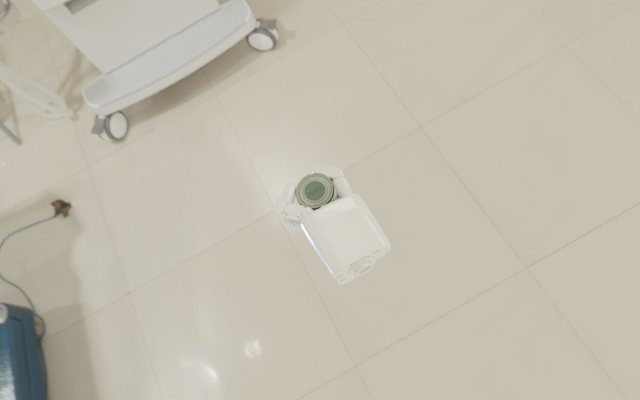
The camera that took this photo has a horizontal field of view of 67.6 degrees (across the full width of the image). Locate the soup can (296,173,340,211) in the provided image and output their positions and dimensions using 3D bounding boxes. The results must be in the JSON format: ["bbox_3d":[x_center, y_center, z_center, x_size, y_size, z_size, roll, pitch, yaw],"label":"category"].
[{"bbox_3d":[0.000,0.002,0.838,0.068,0.068,0.102,0,-22,13],"label":"soup can"}]
